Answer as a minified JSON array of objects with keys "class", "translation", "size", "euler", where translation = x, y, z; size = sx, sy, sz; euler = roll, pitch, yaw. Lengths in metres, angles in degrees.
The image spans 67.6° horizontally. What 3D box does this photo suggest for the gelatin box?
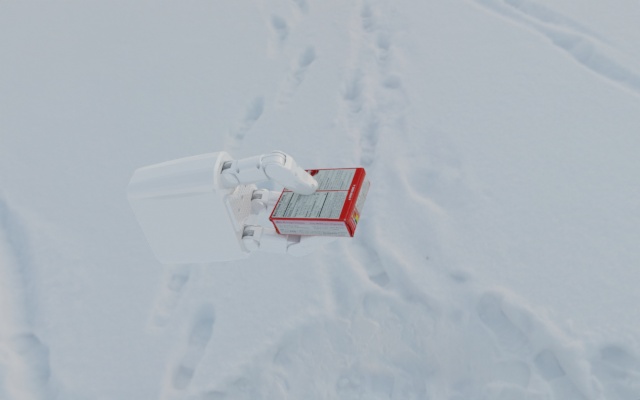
[{"class":"gelatin box","translation":[0.000,0.001,0.499],"size":[0.089,0.073,0.030],"euler":[-1,-43,26]}]
